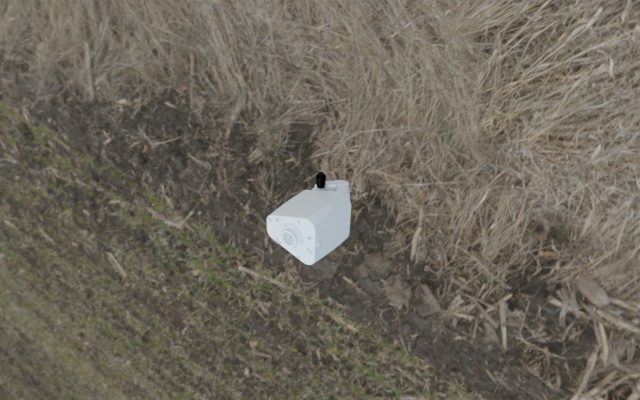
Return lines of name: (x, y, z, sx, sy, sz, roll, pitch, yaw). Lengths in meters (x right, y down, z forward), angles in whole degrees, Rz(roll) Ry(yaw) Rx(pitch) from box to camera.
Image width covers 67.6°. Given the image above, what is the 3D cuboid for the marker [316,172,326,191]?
marker: (0.000, 0.003, 0.881, 0.020, 0.121, 0.020, 1, 30, 0)
